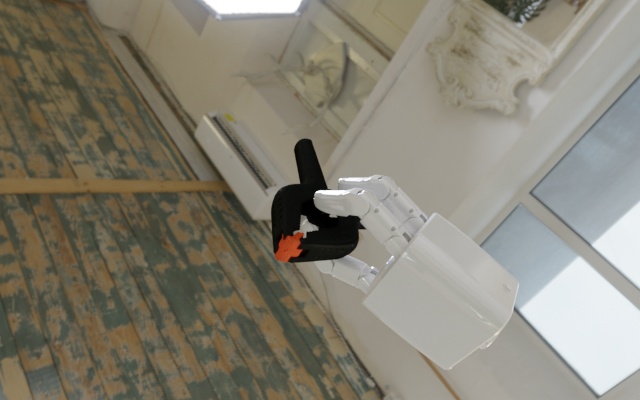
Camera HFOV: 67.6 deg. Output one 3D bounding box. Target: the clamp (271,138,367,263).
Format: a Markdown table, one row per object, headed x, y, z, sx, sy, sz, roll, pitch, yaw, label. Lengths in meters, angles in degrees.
| x | y | z | sx | sy | sz | roll | pitch | yaw | label |
| --- | --- | --- | --- | --- | --- | --- | --- | --- | --- |
| 0.000 | 0.003 | 0.503 | 0.164 | 0.036 | 0.210 | 39 | 29 | 12 | clamp |
